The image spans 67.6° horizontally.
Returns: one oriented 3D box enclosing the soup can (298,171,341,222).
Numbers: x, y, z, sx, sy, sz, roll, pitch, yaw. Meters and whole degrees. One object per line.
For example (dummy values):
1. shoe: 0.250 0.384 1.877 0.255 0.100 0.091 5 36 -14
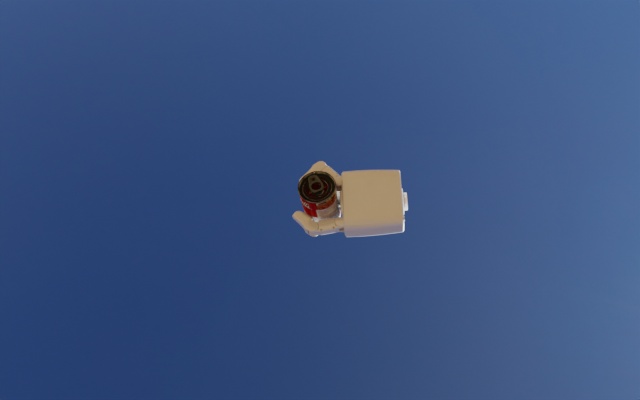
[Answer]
1. soup can: 0.000 0.003 0.872 0.068 0.068 0.102 0 -33 9
